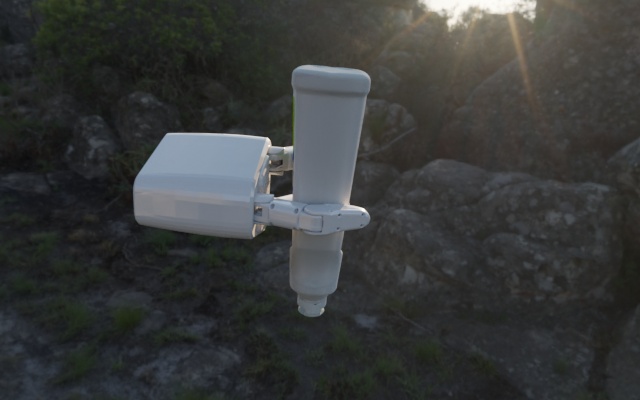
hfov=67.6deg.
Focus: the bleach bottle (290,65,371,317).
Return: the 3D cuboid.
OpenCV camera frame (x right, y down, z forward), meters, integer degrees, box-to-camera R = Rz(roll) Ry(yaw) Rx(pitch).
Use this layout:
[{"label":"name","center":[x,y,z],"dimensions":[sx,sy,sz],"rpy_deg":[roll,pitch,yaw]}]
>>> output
[{"label":"bleach bottle","center":[0.000,0.001,0.464],"dimensions":[0.068,0.251,0.102],"rpy_deg":[5,18,0]}]
